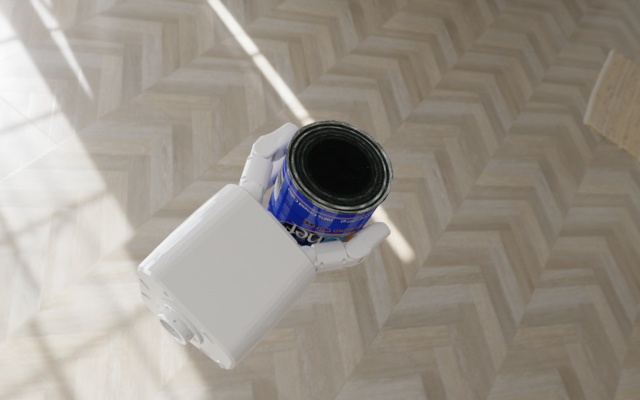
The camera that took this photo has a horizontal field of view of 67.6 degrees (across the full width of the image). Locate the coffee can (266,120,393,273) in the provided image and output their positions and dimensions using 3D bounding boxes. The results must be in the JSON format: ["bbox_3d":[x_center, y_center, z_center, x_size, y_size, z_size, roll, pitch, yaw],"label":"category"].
[{"bbox_3d":[0.000,0.002,0.490,0.103,0.102,0.140,0,-30,-18],"label":"coffee can"}]
